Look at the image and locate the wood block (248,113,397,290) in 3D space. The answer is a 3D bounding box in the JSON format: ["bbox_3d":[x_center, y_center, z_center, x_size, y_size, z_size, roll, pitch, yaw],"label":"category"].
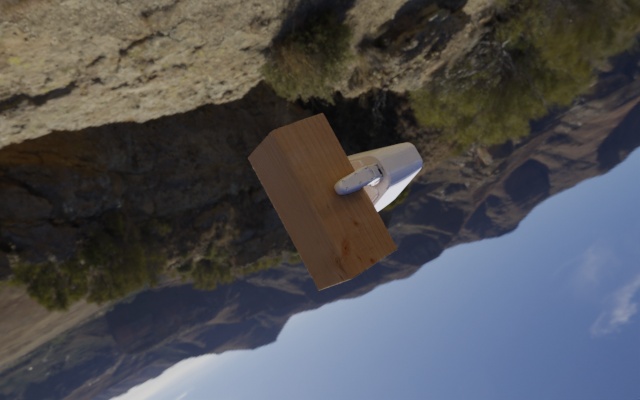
[{"bbox_3d":[0.001,0.002,0.639,0.090,0.206,0.091,-26,-4,-35],"label":"wood block"}]
